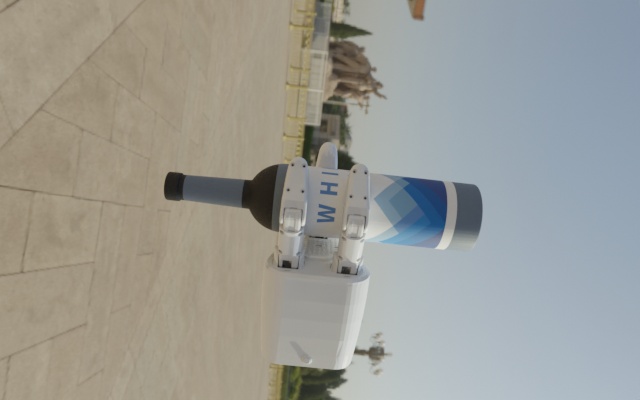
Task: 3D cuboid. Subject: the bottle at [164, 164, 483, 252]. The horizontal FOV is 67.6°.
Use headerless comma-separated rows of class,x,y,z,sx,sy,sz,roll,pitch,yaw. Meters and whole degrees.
bottle,0.000,0.001,0.462,0.296,0.069,0.069,6,0,-2
